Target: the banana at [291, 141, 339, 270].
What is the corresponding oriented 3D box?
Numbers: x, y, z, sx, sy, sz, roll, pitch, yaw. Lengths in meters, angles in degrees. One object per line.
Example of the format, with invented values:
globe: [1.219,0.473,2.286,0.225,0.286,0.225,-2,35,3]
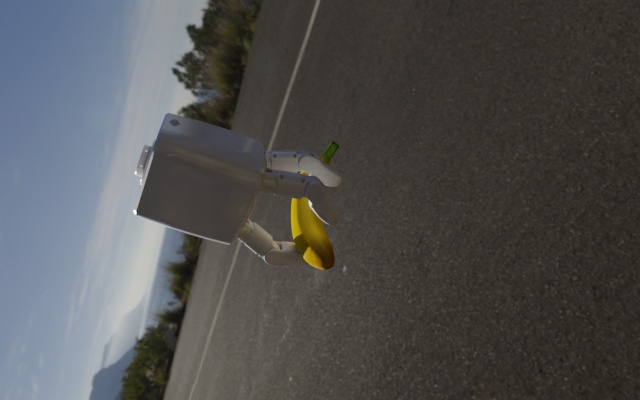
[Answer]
banana: [-0.009,0.010,0.567,0.037,0.197,0.070,22,-47,-21]
